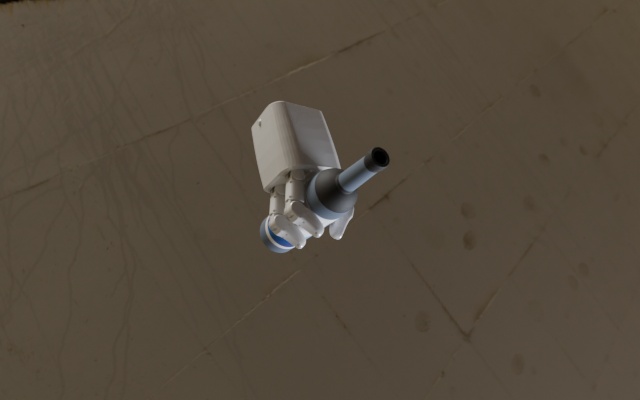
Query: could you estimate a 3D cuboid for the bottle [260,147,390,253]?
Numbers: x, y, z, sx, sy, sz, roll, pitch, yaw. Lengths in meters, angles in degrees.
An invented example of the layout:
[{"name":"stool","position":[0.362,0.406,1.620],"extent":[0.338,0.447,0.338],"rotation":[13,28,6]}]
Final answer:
[{"name":"bottle","position":[0.000,0.002,0.676],"extent":[0.069,0.069,0.296],"rotation":[0,-21,-31]}]
